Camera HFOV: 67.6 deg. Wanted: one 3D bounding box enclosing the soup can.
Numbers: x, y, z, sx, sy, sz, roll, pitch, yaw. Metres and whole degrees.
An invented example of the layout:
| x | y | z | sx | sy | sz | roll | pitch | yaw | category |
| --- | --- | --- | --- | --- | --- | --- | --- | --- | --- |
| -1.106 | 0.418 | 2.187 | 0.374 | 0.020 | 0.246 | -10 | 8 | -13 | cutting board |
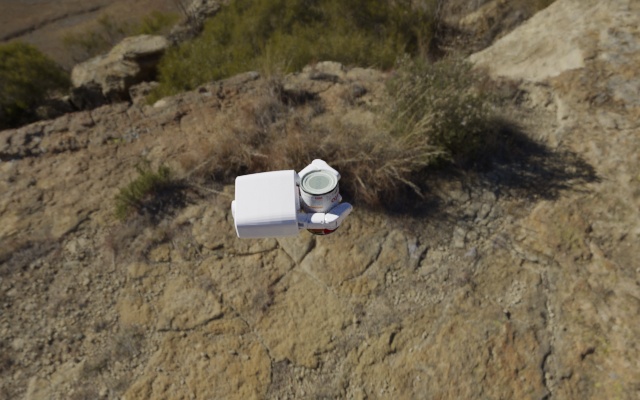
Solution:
| x | y | z | sx | sy | sz | roll | pitch | yaw | category |
| --- | --- | --- | --- | --- | --- | --- | --- | --- | --- |
| 0.001 | 0.003 | 0.843 | 0.068 | 0.102 | 0.068 | -3 | 44 | 3 | soup can |
